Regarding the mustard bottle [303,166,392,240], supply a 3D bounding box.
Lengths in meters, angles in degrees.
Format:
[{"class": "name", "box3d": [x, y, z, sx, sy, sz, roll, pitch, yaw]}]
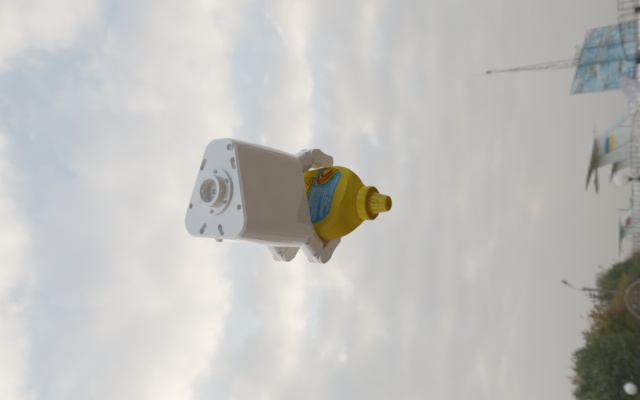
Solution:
[{"class": "mustard bottle", "box3d": [0.000, 0.002, 0.603, 0.191, 0.096, 0.058, 1, -31, 35]}]
